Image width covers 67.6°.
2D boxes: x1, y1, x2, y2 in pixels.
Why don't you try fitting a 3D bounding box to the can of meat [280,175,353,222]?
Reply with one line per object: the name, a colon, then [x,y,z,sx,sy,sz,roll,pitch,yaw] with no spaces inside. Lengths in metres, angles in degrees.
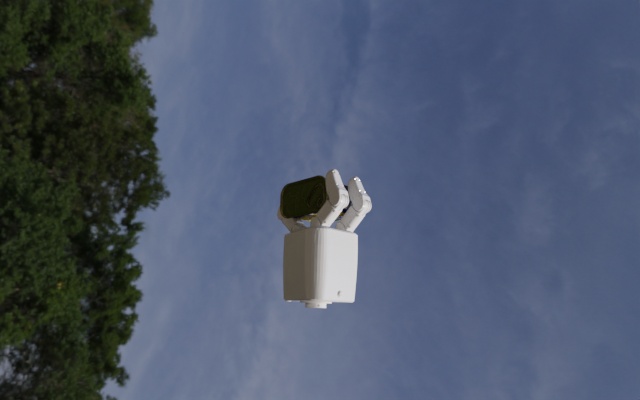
can of meat: [0.000,0.003,0.765,0.102,0.057,0.084,-13,-20,42]
